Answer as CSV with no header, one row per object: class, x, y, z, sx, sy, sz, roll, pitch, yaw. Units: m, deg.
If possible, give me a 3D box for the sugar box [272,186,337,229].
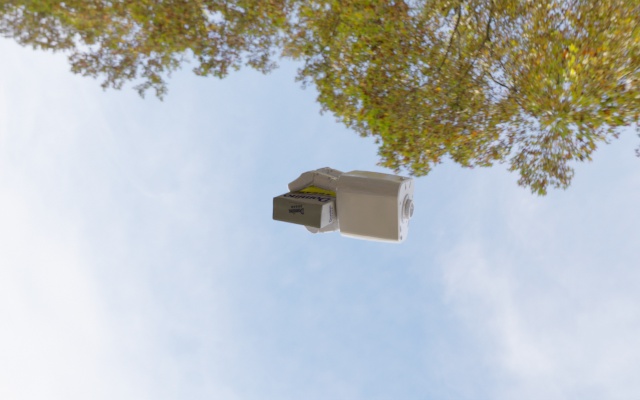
sugar box,0.000,0.002,0.838,0.093,0.048,0.176,9,13,25
